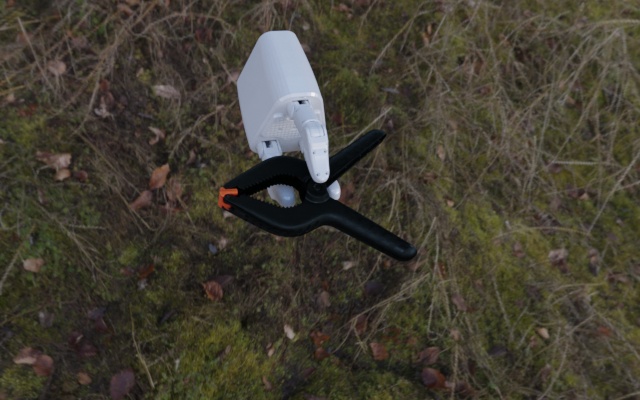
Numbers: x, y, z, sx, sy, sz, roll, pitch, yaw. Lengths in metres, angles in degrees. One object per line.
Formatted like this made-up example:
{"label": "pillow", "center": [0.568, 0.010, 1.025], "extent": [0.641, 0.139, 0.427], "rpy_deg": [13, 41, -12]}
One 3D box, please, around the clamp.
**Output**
{"label": "clamp", "center": [0.000, 0.001, 0.512], "extent": [0.210, 0.164, 0.036], "rpy_deg": [-9, -26, -18]}
